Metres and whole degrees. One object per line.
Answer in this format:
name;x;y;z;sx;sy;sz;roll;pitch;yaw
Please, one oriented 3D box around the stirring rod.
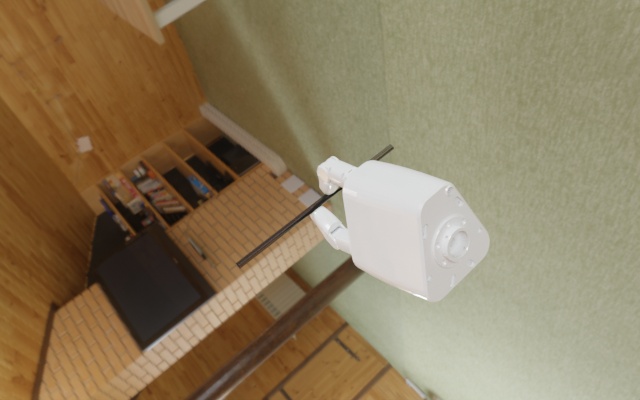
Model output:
stirring rod;0.000;0.002;0.559;0.239;0.011;0.011;-38;15;-20
